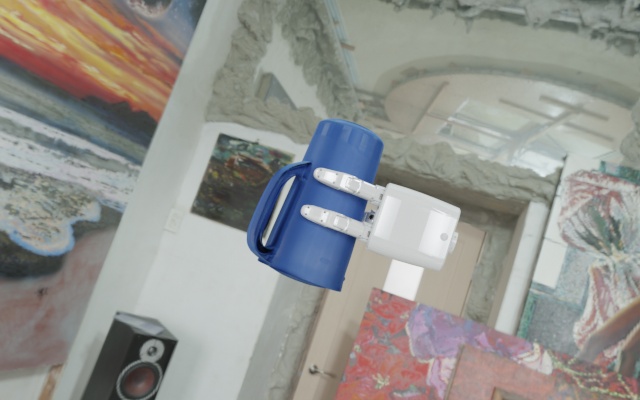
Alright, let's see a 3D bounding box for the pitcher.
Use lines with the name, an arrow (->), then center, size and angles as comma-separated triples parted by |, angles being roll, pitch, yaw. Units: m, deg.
pitcher -> 0.000, 0.002, 0.714 | 0.145, 0.243, 0.149 | 19, -7, 10
